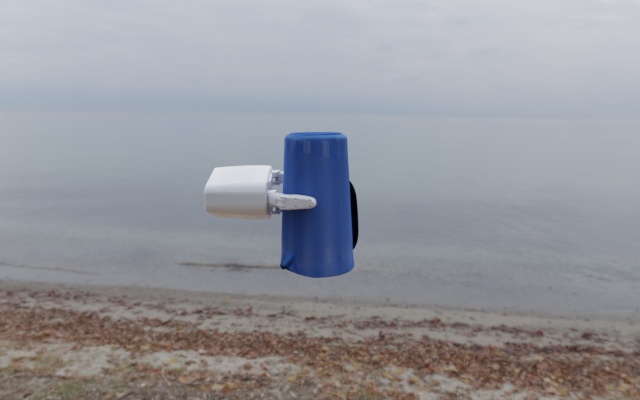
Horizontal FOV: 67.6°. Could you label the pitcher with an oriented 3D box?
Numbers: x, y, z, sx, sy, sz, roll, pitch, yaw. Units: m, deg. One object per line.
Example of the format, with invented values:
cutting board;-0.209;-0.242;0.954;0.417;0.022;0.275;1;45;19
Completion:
pitcher;0.000;0.003;0.843;0.145;0.243;0.149;0;10;0
